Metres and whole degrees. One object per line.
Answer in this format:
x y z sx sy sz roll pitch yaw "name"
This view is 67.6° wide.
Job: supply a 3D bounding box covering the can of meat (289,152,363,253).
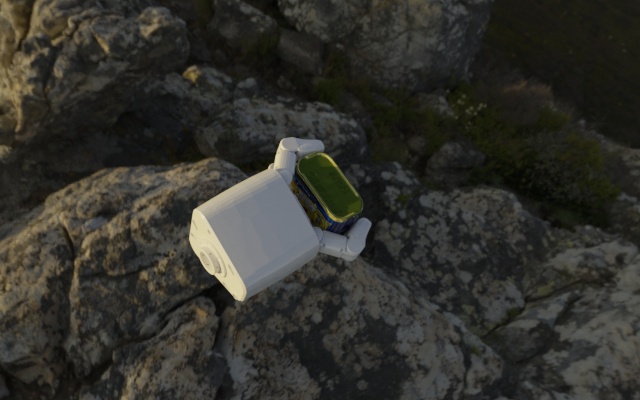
0.000 0.002 0.600 0.057 0.102 0.084 -26 -19 -31 "can of meat"
